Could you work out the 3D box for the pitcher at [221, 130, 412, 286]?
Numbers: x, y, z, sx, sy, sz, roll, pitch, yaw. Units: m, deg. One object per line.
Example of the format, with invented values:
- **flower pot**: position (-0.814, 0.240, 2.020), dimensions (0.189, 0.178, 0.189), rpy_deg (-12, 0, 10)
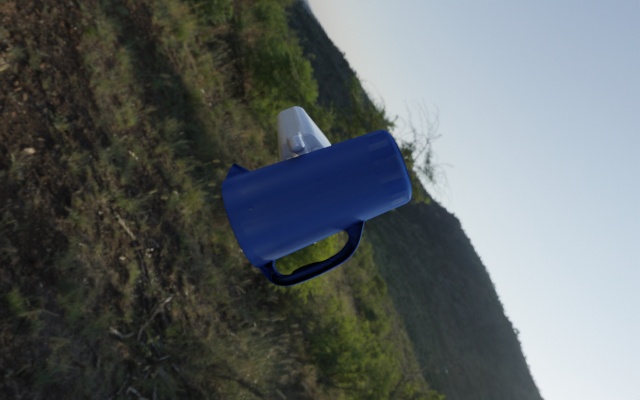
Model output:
- **pitcher**: position (0.000, 0.002, 0.662), dimensions (0.243, 0.149, 0.145), rpy_deg (-20, 36, 3)
